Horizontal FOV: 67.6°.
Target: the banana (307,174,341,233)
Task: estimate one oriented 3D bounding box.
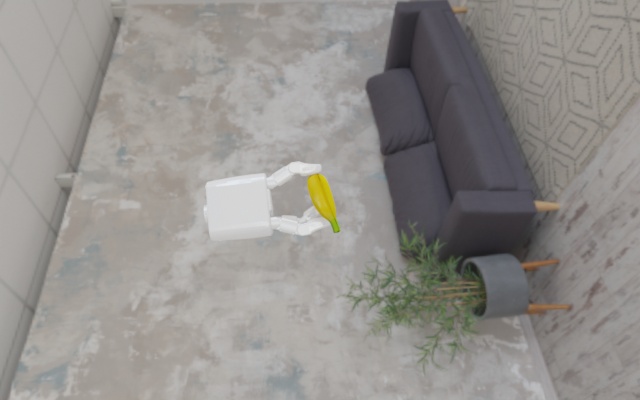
[{"bbox_3d":[-0.002,-0.013,0.850,0.037,0.070,0.197,-11,25,-3],"label":"banana"}]
